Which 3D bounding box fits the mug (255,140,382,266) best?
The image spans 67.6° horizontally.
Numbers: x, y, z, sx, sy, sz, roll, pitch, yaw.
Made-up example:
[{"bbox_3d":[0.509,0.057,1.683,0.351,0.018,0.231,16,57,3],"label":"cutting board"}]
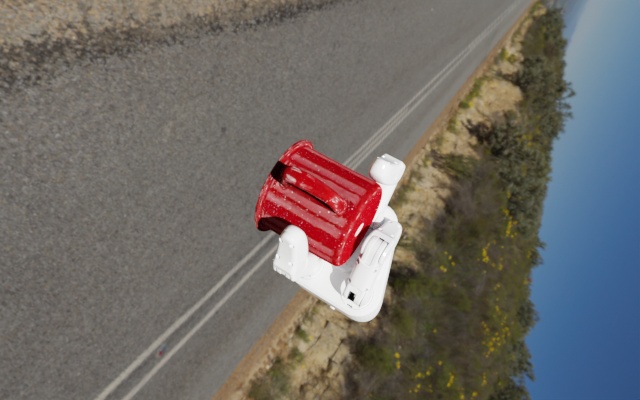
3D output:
[{"bbox_3d":[0.000,0.001,0.410,0.081,0.093,0.117,28,-12,16],"label":"mug"}]
